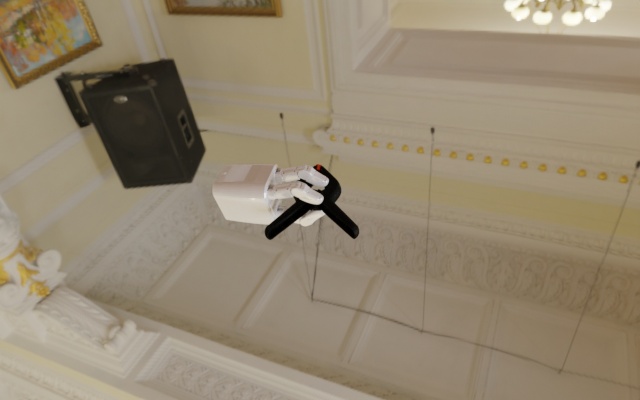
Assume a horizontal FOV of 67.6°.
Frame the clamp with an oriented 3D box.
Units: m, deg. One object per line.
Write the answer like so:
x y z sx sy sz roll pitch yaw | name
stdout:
0.000 0.003 0.893 0.164 0.036 0.209 4 39 11 | clamp
